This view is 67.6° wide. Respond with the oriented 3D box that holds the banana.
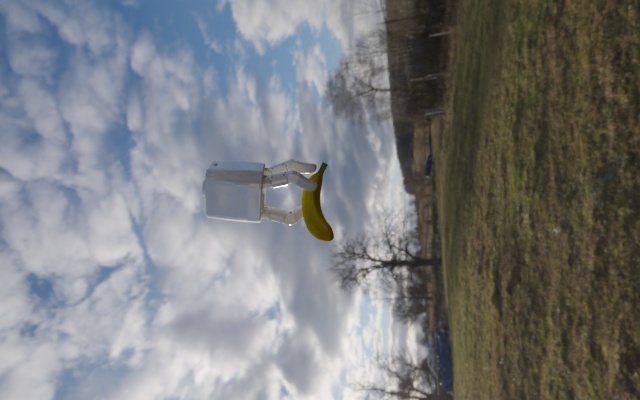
[{"bbox_3d":[-0.008,0.013,0.894,0.037,0.197,0.070,16,-48,-22],"label":"banana"}]
